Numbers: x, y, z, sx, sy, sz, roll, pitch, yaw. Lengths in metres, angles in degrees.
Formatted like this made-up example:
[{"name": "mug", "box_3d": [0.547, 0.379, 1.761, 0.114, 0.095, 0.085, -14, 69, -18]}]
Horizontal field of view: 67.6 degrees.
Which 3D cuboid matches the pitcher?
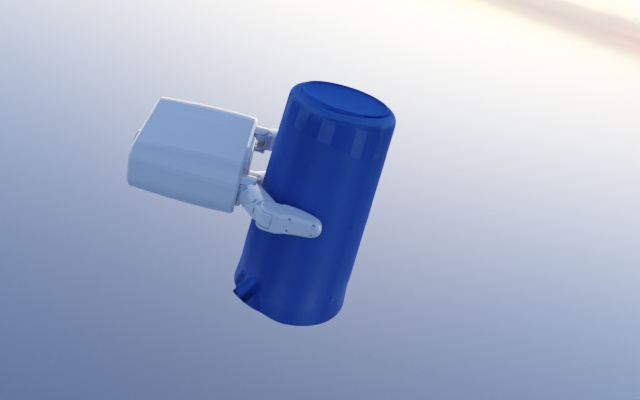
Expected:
[{"name": "pitcher", "box_3d": [0.000, 0.002, 0.521, 0.145, 0.243, 0.149, 14, 28, -6]}]
